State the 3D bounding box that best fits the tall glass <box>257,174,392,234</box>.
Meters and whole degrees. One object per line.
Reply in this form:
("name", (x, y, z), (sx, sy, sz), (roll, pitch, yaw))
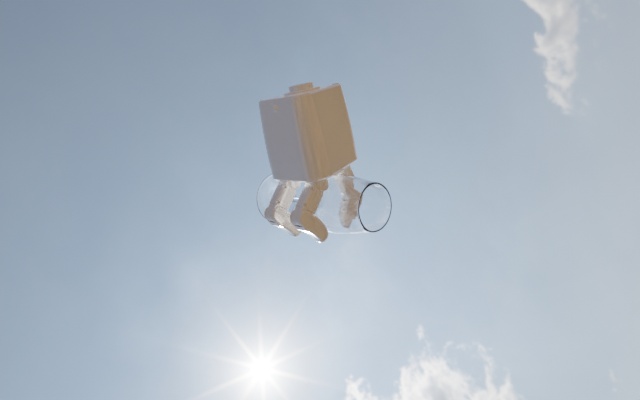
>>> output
("tall glass", (0.000, 0.002, 0.653), (0.079, 0.079, 0.201), (0, 4, -42))
